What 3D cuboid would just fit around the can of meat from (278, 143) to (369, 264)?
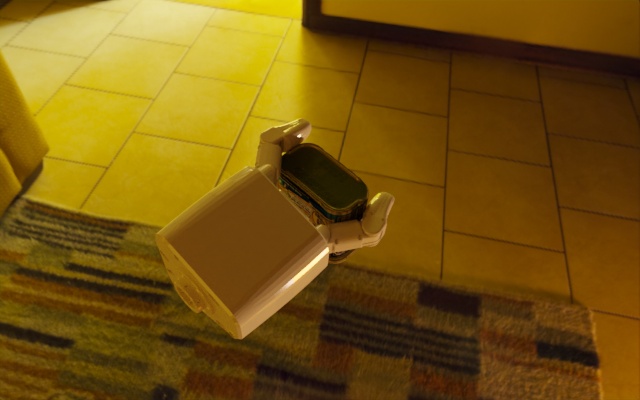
[{"bbox_3d":[0.000,0.001,0.493,0.057,0.084,0.102,-36,61,-28],"label":"can of meat"}]
